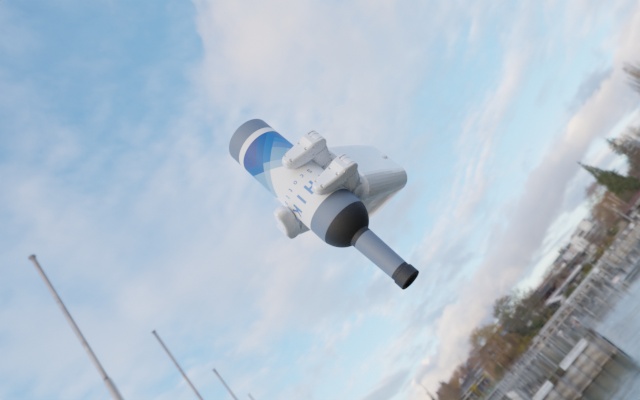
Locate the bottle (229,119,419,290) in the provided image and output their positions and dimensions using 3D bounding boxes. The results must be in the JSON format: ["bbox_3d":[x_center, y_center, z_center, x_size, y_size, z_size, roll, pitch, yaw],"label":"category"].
[{"bbox_3d":[0.000,0.002,0.587,0.295,0.069,0.069,41,22,27],"label":"bottle"}]
